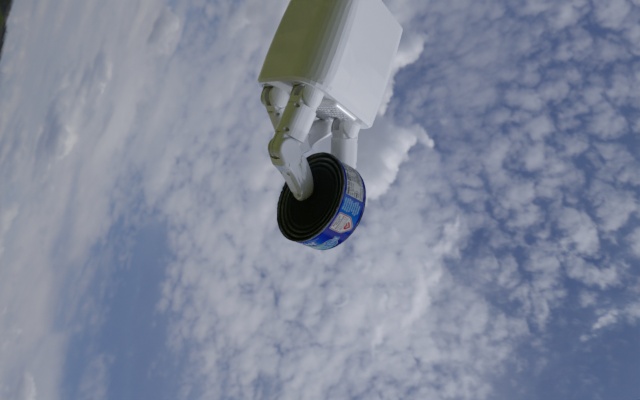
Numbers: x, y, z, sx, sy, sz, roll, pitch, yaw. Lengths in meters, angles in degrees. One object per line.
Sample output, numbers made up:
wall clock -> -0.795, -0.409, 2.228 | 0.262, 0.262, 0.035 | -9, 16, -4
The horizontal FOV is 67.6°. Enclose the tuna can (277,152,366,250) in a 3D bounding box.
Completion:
tuna can -> 0.000, 0.002, 0.438 | 0.034, 0.086, 0.086 | 26, -17, -39
